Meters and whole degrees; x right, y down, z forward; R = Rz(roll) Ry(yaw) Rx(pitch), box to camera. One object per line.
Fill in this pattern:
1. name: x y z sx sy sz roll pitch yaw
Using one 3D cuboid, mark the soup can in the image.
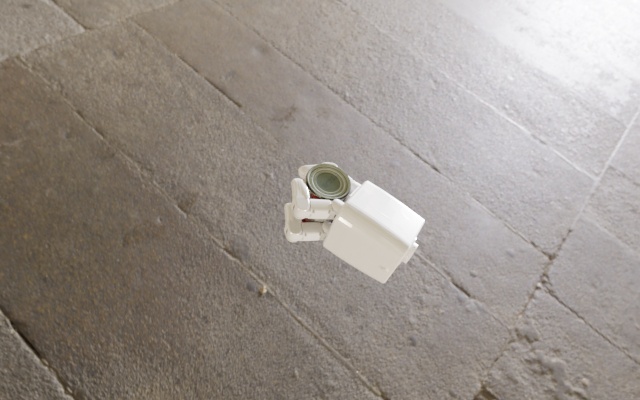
1. soup can: 0.000 0.002 0.710 0.068 0.068 0.102 0 -36 -17
